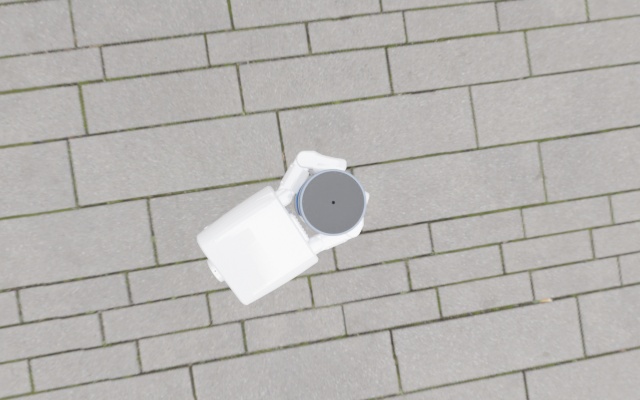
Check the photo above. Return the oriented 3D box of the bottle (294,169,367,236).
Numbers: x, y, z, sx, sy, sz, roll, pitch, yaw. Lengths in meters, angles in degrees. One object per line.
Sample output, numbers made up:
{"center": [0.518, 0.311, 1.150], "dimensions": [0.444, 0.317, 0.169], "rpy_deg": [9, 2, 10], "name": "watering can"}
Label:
{"center": [0.000, 0.002, 0.613], "dimensions": [0.069, 0.069, 0.295], "rpy_deg": [0, 0, -5], "name": "bottle"}
